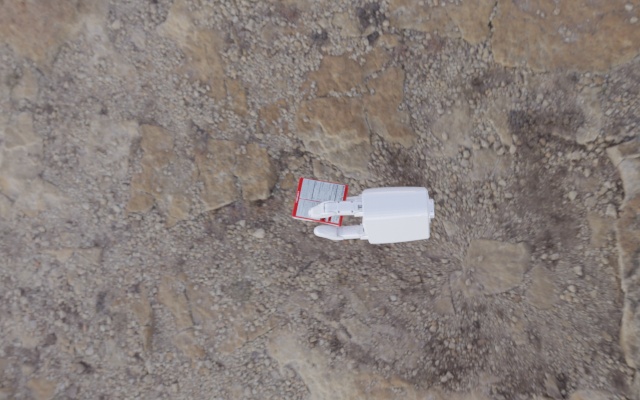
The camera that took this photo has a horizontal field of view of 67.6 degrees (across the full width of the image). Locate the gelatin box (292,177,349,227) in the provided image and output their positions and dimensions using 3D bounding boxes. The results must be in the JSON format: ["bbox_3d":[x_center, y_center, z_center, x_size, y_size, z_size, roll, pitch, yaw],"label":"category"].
[{"bbox_3d":[0.000,0.003,0.844,0.089,0.073,0.030,10,-7,8],"label":"gelatin box"}]
